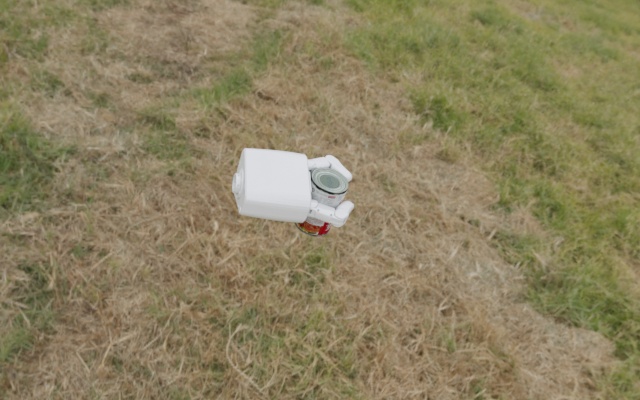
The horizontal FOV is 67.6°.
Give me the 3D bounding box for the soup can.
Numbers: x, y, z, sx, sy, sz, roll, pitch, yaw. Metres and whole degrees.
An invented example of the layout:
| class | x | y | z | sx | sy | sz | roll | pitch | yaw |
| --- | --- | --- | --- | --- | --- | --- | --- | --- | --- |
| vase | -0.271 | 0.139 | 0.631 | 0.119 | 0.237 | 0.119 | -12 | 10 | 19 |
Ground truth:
| class | x | y | z | sx | sy | sz | roll | pitch | yaw |
| --- | --- | --- | --- | --- | --- | --- | --- | --- | --- |
| soup can | 0.001 | 0.003 | 0.815 | 0.068 | 0.102 | 0.068 | 14 | 38 | -11 |
